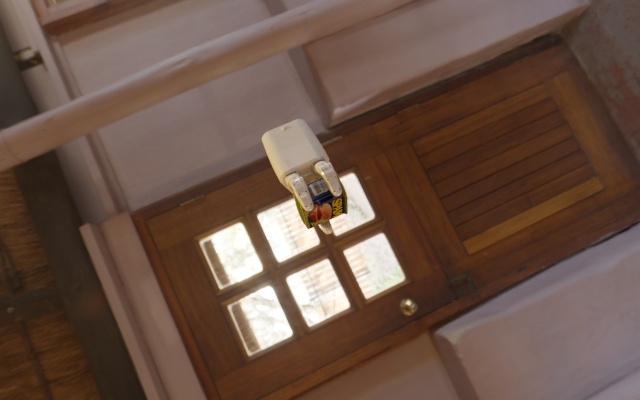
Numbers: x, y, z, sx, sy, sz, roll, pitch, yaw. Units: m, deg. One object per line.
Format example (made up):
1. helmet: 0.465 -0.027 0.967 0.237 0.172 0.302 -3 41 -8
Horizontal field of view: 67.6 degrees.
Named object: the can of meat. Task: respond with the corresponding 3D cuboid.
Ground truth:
1. can of meat: 0.000 0.003 0.870 0.084 0.057 0.102 -24 -26 -8
